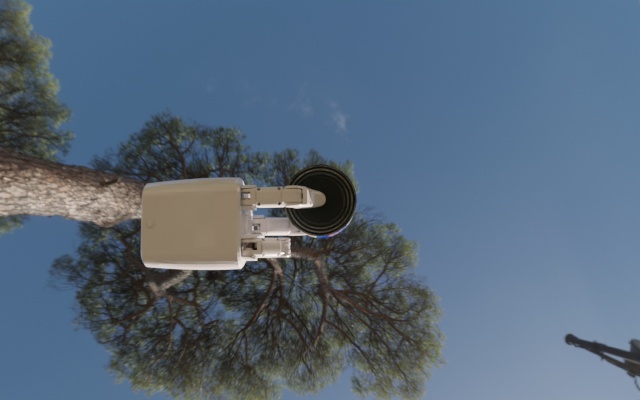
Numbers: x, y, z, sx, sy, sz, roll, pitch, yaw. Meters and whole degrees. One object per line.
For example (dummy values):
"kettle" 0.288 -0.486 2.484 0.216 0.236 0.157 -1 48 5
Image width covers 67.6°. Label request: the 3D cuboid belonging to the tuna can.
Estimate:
"tuna can" 0.000 0.002 0.575 0.086 0.086 0.034 0 -9 3
